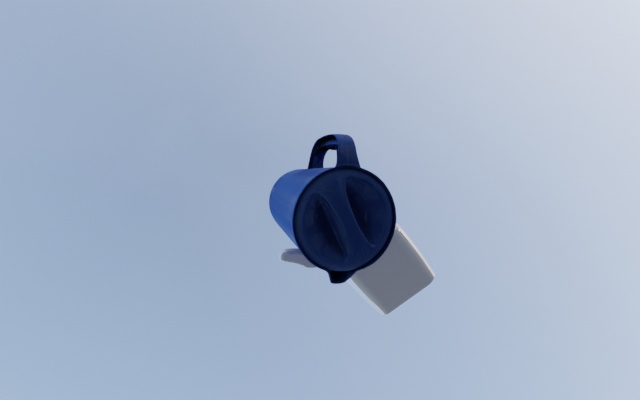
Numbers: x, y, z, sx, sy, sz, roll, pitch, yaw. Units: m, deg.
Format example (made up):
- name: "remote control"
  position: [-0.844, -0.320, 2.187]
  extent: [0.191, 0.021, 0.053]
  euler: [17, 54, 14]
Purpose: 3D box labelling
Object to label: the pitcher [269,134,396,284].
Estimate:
- name: "pitcher"
  position: [0.000, 0.002, 0.685]
  extent: [0.145, 0.149, 0.243]
  euler: [47, -8, -16]
